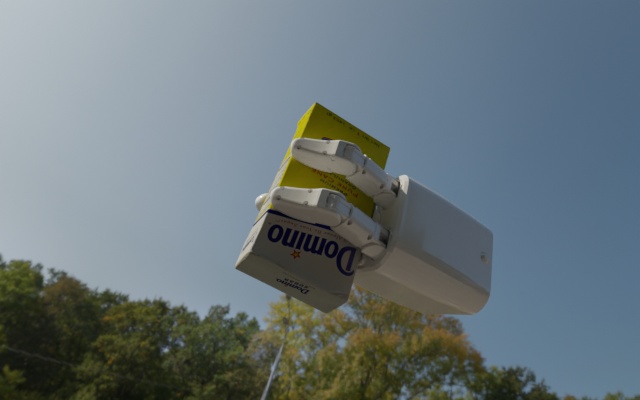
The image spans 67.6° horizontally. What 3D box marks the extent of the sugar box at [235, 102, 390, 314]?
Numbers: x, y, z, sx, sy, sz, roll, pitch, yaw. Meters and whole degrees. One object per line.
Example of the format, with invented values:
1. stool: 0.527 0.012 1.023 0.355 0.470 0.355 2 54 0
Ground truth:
1. sugar box: 0.000 0.001 0.435 0.093 0.176 0.048 29 -38 -14
